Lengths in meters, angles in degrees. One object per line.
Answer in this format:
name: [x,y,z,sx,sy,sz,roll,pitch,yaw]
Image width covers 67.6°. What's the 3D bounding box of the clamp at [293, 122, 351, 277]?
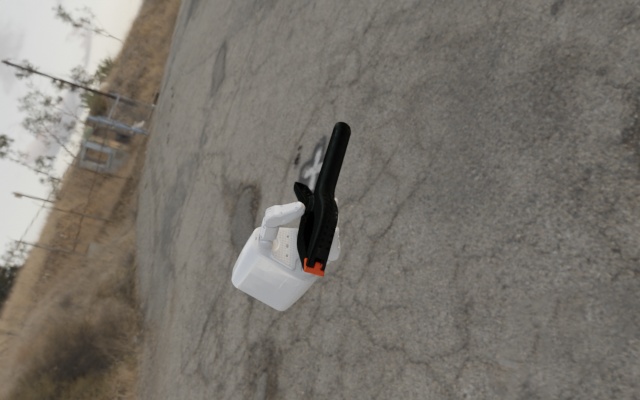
clamp: [-0.001,0.002,0.658,0.036,0.209,0.165,17,-46,-18]
